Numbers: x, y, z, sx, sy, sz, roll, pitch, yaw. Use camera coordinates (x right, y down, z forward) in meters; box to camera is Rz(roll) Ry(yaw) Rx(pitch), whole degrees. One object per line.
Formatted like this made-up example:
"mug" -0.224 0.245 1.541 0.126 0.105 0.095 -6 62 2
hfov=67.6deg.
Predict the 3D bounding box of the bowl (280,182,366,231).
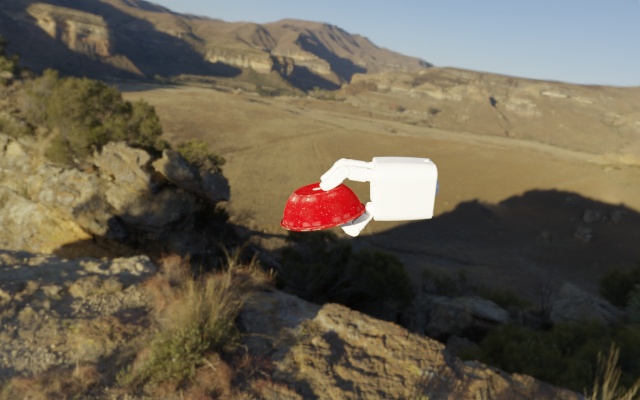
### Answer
"bowl" -0.001 0.003 0.878 0.162 0.055 0.162 -11 15 3
